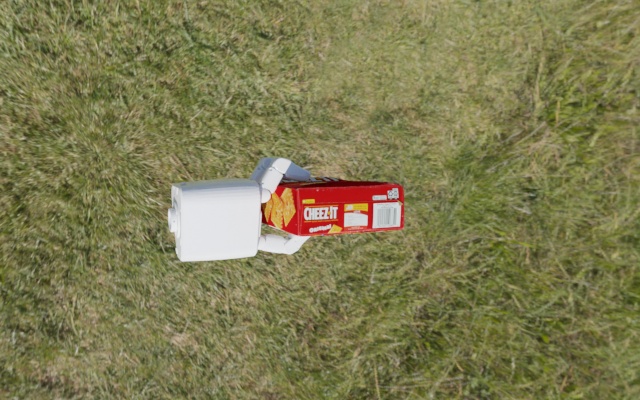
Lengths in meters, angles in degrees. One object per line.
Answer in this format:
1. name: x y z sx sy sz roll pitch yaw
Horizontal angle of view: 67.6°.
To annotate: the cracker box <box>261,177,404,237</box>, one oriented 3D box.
1. cracker box: 0.000 0.003 0.725 0.164 0.072 0.213 -3 6 -25
